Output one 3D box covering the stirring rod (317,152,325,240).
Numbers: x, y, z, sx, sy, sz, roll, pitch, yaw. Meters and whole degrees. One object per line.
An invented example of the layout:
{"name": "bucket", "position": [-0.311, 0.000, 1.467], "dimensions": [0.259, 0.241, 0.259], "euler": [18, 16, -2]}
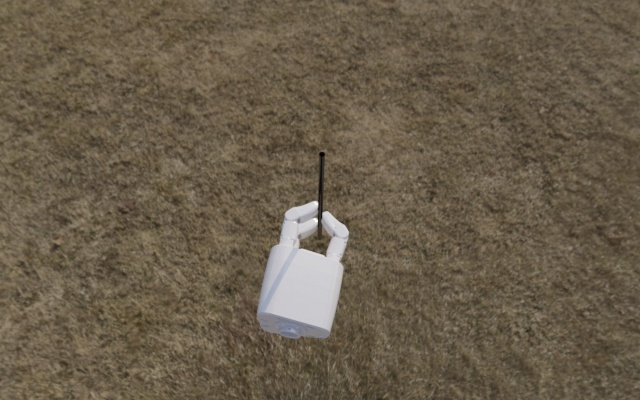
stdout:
{"name": "stirring rod", "position": [0.000, 0.002, 0.724], "dimensions": [0.011, 0.011, 0.240], "euler": [0, -31, -1]}
